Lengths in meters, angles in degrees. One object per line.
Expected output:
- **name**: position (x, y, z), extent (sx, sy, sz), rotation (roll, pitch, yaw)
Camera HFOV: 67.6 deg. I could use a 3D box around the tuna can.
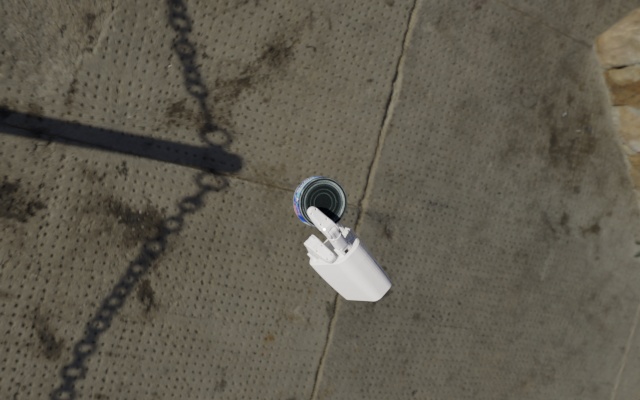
- **tuna can**: position (0.000, 0.003, 0.788), extent (0.086, 0.086, 0.034), rotation (0, 4, -19)
